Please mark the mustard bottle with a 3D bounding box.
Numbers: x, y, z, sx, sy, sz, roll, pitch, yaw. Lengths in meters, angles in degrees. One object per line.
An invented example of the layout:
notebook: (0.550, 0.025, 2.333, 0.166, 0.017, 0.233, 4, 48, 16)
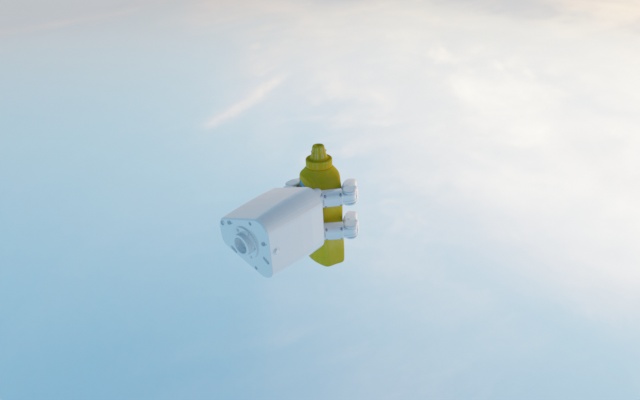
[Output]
mustard bottle: (0.000, 0.003, 0.752, 0.058, 0.192, 0.096, -15, 30, -20)
